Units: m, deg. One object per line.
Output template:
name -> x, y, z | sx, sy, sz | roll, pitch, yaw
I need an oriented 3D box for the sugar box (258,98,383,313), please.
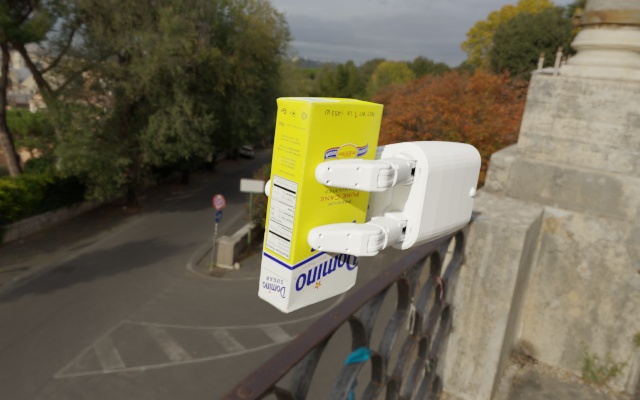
sugar box -> 0.001, 0.001, 0.415 | 0.048, 0.176, 0.093 | 18, 20, 41
